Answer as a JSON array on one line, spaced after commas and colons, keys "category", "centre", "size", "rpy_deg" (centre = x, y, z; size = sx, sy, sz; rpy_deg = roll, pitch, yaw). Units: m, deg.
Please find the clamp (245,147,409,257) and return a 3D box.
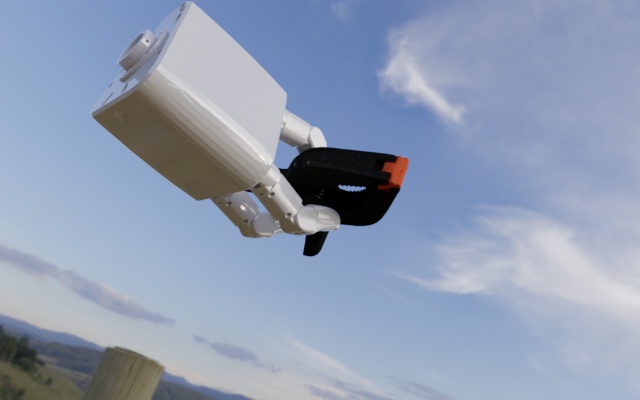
[{"category": "clamp", "centre": [0.001, 0.001, 0.446], "size": [0.210, 0.036, 0.165], "rpy_deg": [-9, -40, 43]}]
